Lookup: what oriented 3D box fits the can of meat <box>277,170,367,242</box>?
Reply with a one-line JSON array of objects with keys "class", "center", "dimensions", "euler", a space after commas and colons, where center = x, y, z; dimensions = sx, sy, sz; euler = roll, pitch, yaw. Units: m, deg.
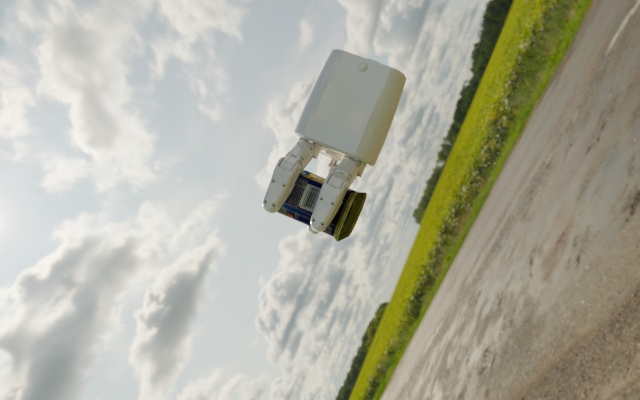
[{"class": "can of meat", "center": [0.000, 0.002, 0.548], "dimensions": [0.084, 0.057, 0.102], "euler": [23, 6, 12]}]
